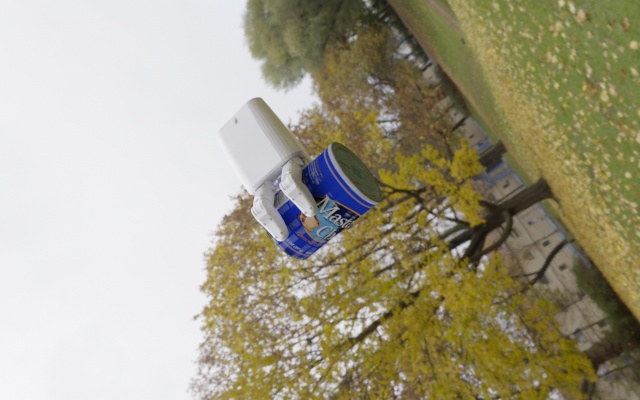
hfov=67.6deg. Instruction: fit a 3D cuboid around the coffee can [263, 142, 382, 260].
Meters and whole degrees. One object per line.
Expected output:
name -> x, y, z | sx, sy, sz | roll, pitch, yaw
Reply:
coffee can -> 0.000, 0.002, 0.665 | 0.140, 0.102, 0.103 | -40, -17, 21
